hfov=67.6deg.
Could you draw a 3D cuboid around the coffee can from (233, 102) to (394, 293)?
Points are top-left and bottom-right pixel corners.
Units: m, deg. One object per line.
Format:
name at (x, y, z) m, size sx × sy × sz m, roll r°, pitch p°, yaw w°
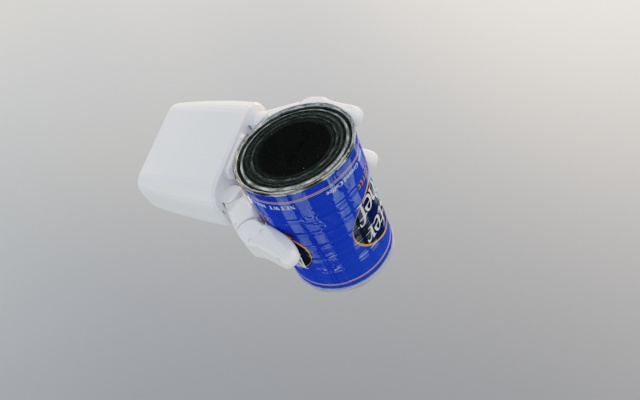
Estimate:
coffee can at (0.000, 0.002, 0.419) m, size 0.103 × 0.102 × 0.140 m, roll 0°, pitch -40°, yaw 24°
